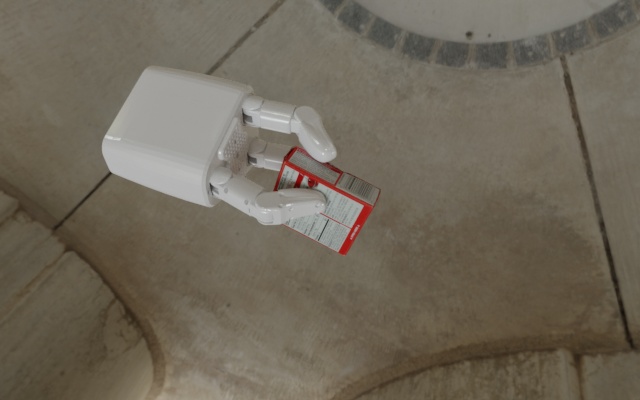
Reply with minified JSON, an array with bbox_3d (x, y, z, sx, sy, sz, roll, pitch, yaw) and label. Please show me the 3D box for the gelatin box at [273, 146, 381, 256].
[{"bbox_3d":[0.000,0.002,0.437,0.089,0.073,0.030,27,43,3],"label":"gelatin box"}]
